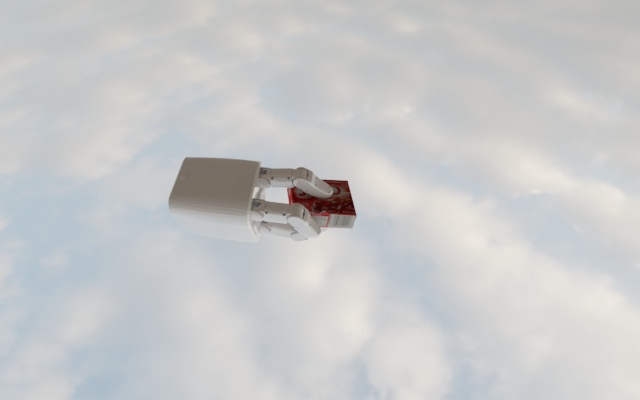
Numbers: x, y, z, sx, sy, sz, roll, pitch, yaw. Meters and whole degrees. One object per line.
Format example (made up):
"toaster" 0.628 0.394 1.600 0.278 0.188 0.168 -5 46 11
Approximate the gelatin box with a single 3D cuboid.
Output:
"gelatin box" 0.000 0.003 0.667 0.089 0.030 0.073 3 42 -13
